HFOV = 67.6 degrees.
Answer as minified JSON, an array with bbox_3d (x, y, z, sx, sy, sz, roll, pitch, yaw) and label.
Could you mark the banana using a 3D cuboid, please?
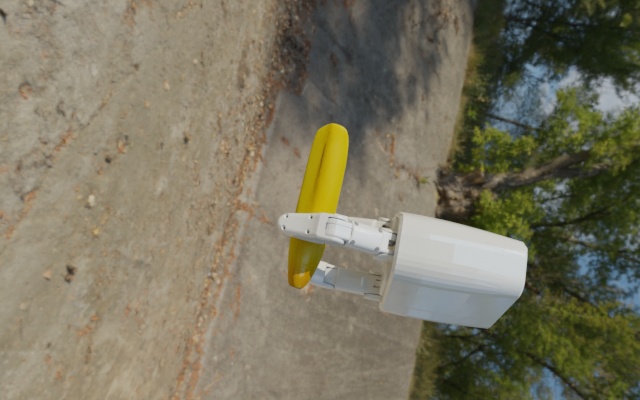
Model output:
[{"bbox_3d":[0.002,-0.013,0.459,0.037,0.197,0.070,10,-40,3],"label":"banana"}]
